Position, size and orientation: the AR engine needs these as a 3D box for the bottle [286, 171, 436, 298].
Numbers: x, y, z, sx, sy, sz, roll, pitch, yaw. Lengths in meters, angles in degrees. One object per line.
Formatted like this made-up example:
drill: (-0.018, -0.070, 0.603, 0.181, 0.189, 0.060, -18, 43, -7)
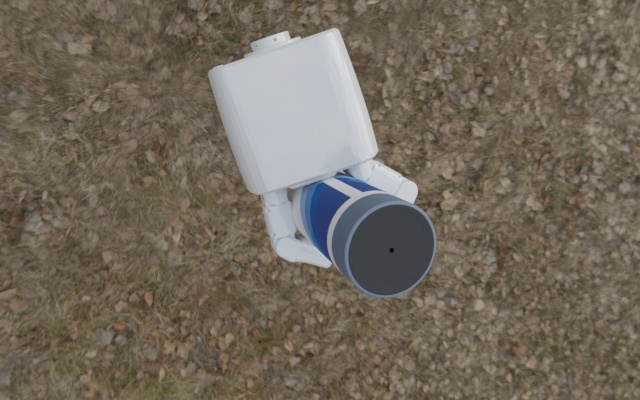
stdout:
bottle: (0.000, 0.002, 0.445, 0.069, 0.069, 0.295, 0, 12, -19)
